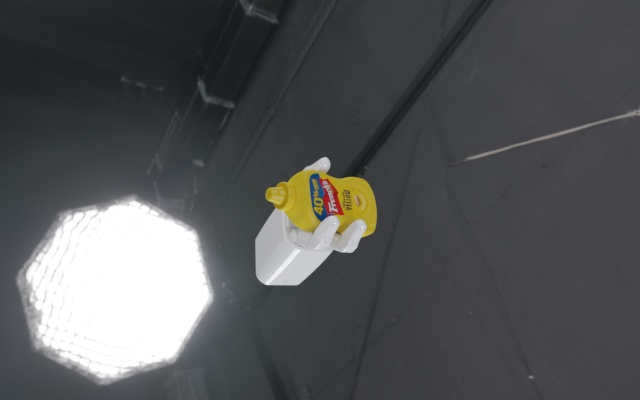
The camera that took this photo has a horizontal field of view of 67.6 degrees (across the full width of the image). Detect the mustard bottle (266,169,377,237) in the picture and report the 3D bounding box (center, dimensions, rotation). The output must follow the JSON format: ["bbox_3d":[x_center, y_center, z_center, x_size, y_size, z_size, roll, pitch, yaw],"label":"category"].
[{"bbox_3d":[0.001,0.002,0.728,0.191,0.096,0.058,9,-22,-39],"label":"mustard bottle"}]
